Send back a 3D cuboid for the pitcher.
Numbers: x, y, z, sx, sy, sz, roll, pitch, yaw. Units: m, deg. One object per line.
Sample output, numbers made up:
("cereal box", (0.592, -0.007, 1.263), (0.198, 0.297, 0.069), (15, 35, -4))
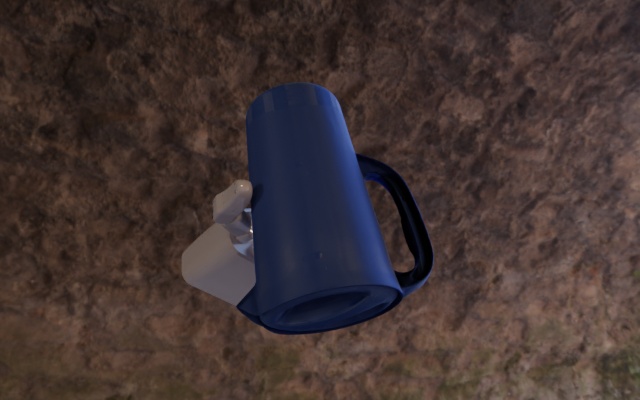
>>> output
("pitcher", (0.000, 0.002, 0.485), (0.149, 0.242, 0.145), (17, -39, -42))
